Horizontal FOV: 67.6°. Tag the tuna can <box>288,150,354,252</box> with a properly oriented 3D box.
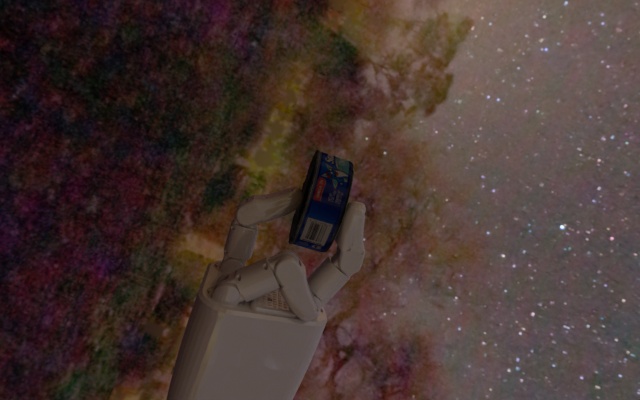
[{"bbox_3d":[0.001,0.001,0.419,0.034,0.086,0.086,17,-2,-7],"label":"tuna can"}]
